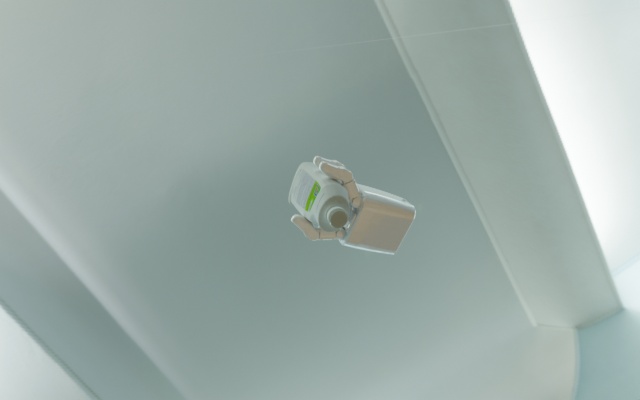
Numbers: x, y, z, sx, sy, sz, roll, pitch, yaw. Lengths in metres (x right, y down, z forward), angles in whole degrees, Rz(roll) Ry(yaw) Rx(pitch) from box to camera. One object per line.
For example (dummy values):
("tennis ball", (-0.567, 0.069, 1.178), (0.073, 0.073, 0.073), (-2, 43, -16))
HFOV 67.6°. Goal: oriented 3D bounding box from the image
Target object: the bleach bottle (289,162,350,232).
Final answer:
("bleach bottle", (0.000, 0.003, 0.850), (0.068, 0.102, 0.250), (13, 13, -16))
